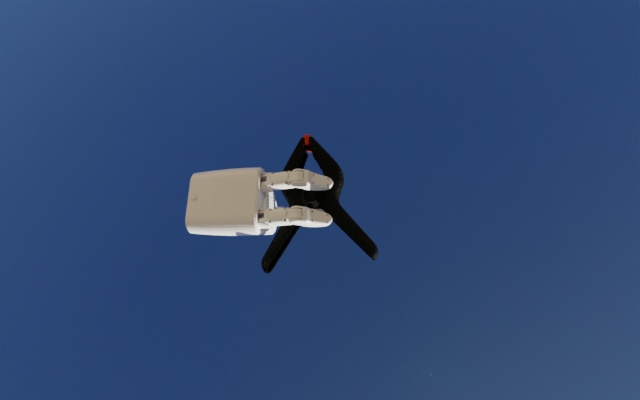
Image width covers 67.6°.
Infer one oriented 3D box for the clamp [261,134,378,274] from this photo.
[{"bbox_3d":[0.000,0.002,0.698,0.164,0.210,0.036,-1,-20,7],"label":"clamp"}]
